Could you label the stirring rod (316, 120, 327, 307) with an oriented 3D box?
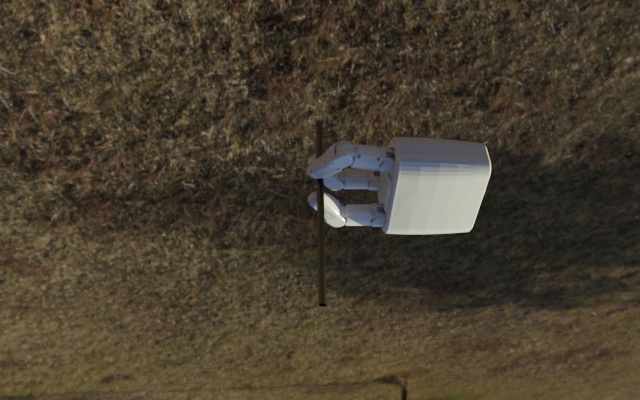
[{"bbox_3d":[0.000,0.002,0.526,0.011,0.239,0.011,-1,-35,0],"label":"stirring rod"}]
